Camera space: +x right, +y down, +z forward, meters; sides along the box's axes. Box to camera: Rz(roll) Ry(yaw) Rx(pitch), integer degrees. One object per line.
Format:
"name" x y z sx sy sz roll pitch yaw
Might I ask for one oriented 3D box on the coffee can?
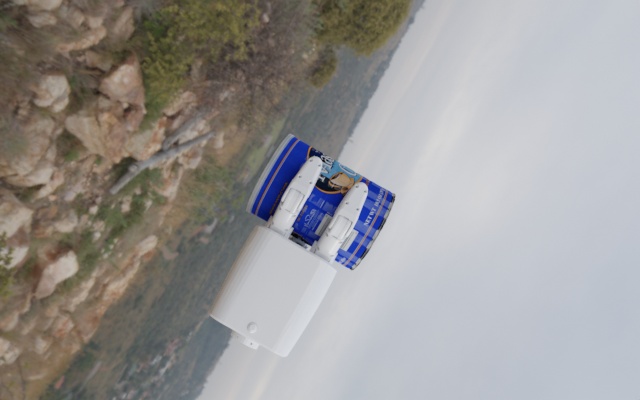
"coffee can" 0.000 0.002 0.551 0.140 0.103 0.103 30 0 -1
